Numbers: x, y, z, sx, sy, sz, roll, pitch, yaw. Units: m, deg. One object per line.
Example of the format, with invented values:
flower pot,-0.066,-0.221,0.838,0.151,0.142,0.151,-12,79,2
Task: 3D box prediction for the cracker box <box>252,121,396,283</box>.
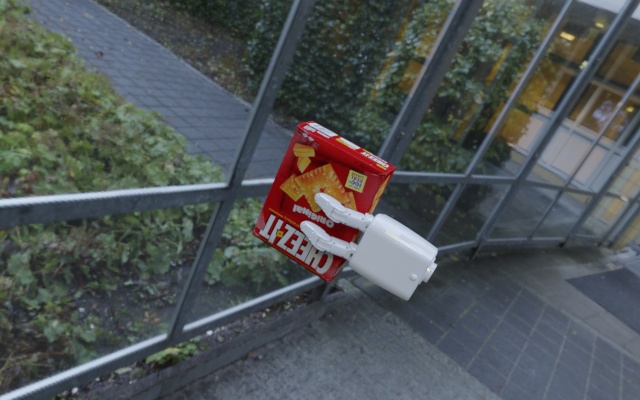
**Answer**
cracker box,0.000,0.002,0.785,0.164,0.214,0.072,31,22,13
